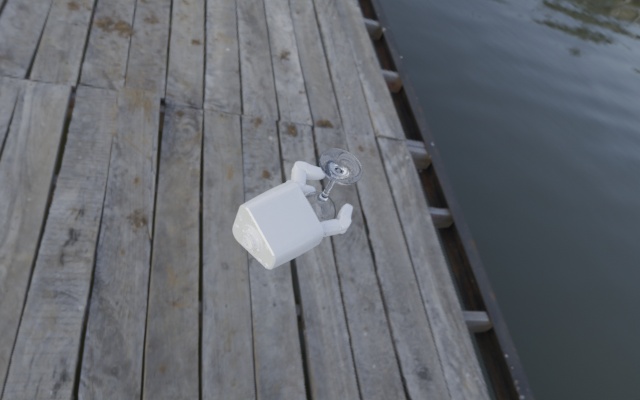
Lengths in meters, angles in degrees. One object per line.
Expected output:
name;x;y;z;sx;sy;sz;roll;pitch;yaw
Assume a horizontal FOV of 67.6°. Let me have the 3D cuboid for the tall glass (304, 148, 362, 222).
tall glass;0.001;0.002;0.837;0.079;0.079;0.201;0;-36;-23
